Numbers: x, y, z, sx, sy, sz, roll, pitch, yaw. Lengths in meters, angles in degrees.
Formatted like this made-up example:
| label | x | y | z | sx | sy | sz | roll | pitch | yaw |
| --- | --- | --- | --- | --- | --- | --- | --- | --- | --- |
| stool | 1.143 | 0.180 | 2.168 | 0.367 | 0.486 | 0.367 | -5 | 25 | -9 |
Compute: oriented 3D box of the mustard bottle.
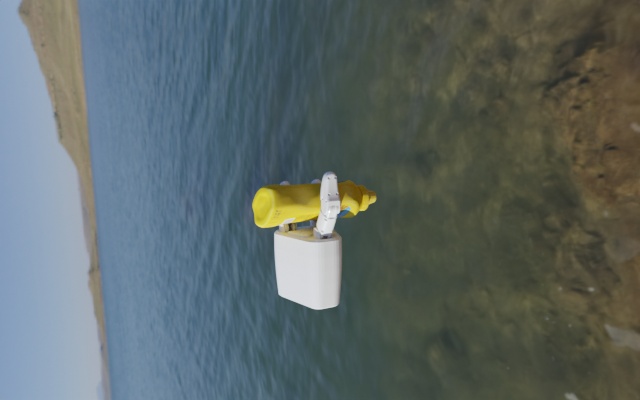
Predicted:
| label | x | y | z | sx | sy | sz | roll | pitch | yaw |
| --- | --- | --- | --- | --- | --- | --- | --- | --- | --- |
| mustard bottle | 0.000 | 0.002 | 0.728 | 0.191 | 0.058 | 0.096 | -5 | -15 | -25 |
